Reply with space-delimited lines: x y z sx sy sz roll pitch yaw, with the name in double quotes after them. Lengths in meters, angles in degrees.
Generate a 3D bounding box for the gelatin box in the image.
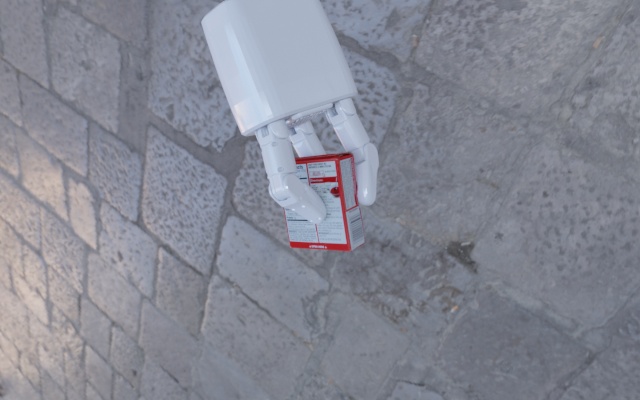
0.000 0.002 0.453 0.073 0.089 0.030 -1 12 37 "gelatin box"
